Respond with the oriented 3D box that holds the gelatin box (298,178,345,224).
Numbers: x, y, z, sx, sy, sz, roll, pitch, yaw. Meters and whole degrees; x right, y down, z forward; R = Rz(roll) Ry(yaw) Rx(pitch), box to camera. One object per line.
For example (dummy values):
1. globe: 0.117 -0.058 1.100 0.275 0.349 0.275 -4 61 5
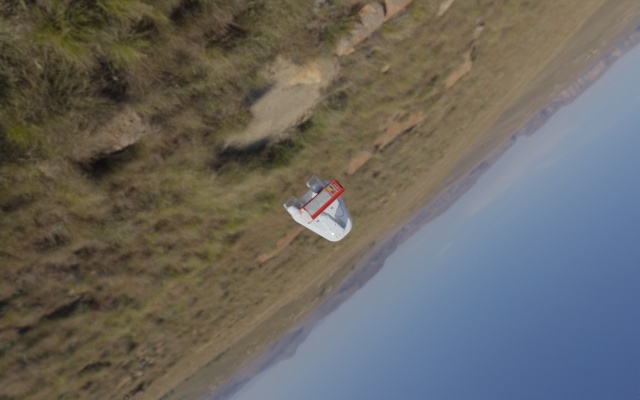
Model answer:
1. gelatin box: 0.000 0.003 0.803 0.073 0.030 0.089 -42 -1 -10
